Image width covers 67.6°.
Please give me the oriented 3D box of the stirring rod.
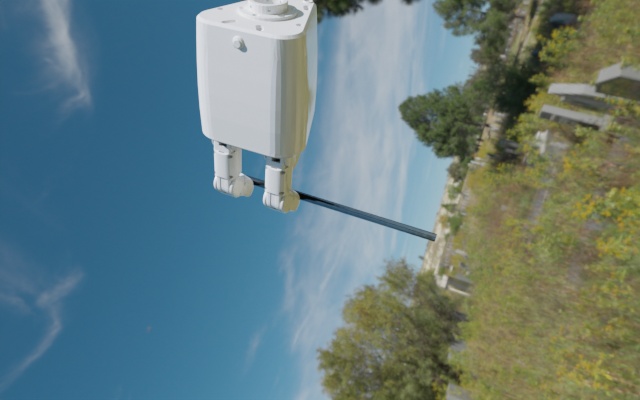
[{"bbox_3d":[0.000,0.002,0.490,0.239,0.011,0.011,17,5,16],"label":"stirring rod"}]
